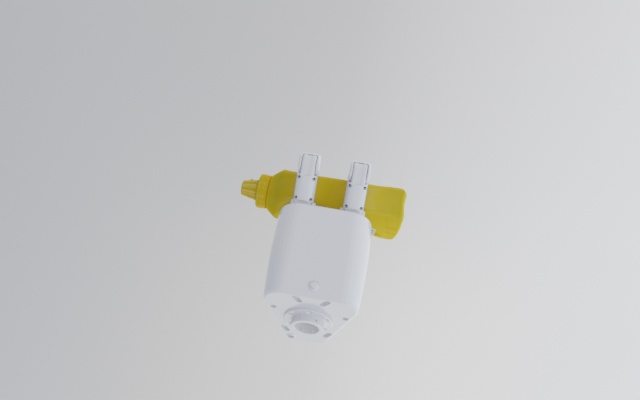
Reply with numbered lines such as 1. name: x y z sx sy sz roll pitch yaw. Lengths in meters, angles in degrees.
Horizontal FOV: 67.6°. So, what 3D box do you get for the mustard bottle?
1. mustard bottle: 0.000 0.002 0.572 0.191 0.058 0.096 10 -15 1
